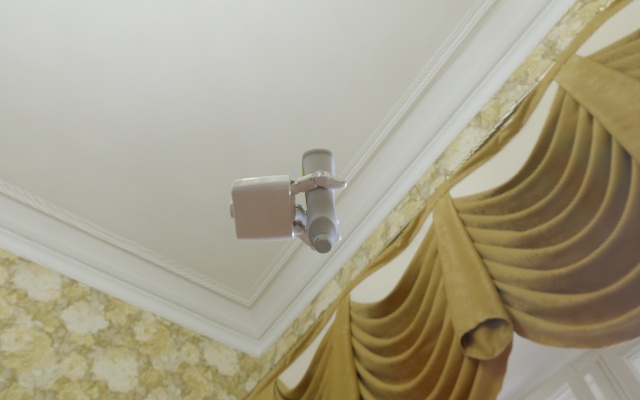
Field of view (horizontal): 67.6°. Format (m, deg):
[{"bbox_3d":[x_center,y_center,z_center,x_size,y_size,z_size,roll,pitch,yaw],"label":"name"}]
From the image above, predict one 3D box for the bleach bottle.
[{"bbox_3d":[0.000,0.003,0.886,0.068,0.103,0.250,-3,32,-1],"label":"bleach bottle"}]
